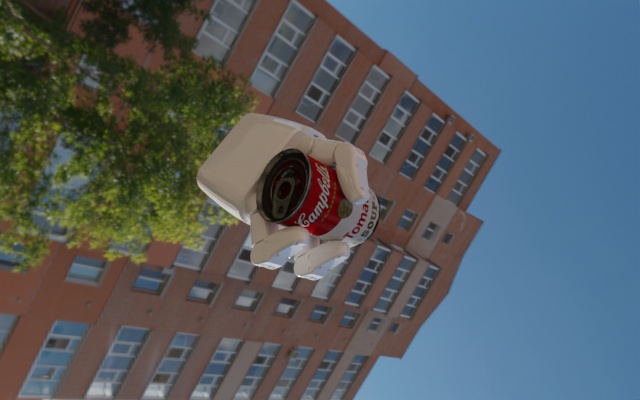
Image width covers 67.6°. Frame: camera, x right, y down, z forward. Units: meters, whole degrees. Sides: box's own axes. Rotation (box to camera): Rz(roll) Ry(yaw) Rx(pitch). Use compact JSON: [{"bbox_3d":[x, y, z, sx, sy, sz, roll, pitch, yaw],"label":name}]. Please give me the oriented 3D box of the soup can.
[{"bbox_3d":[0.001,0.002,0.446,0.068,0.068,0.102,0,-17,45],"label":"soup can"}]
